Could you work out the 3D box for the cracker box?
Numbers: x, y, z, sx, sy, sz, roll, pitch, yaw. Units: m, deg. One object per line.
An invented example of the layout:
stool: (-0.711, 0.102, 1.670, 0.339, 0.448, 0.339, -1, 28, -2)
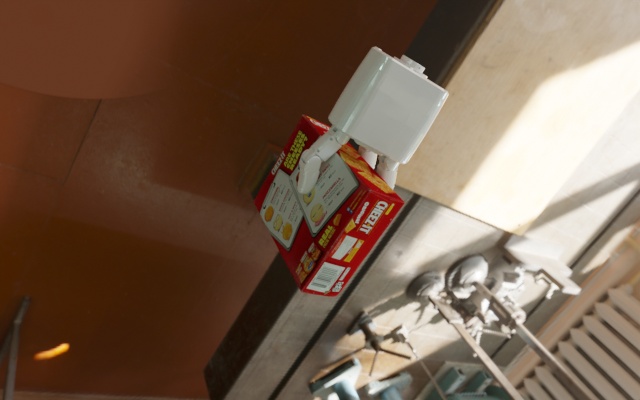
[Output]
cracker box: (0.000, 0.002, 0.669, 0.072, 0.164, 0.213, 19, 23, -36)
